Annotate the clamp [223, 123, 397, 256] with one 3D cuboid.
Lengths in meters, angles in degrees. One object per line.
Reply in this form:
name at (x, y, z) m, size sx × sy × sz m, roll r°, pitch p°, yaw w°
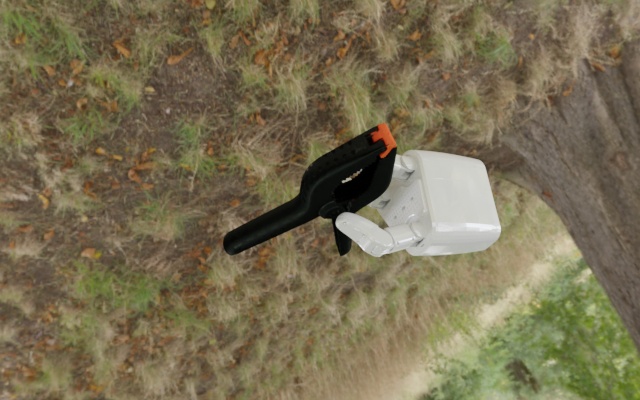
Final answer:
clamp at (0.001, 0.002, 0.487) m, size 0.164 × 0.036 × 0.210 m, roll -1°, pitch -35°, yaw -30°
